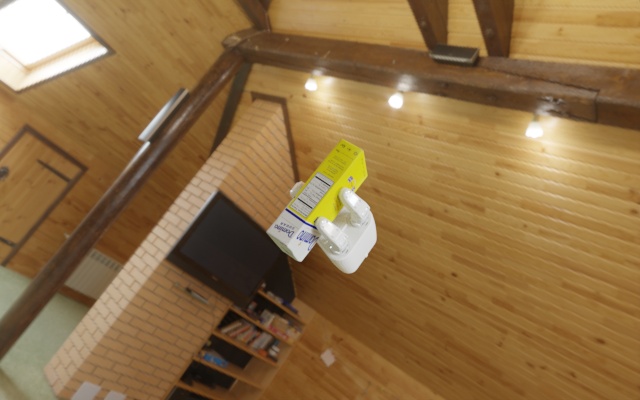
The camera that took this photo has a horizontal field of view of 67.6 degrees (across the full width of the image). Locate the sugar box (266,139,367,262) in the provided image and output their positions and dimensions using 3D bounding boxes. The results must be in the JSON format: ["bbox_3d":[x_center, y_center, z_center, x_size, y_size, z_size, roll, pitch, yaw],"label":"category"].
[{"bbox_3d":[0.001,0.003,0.703,0.048,0.176,0.093,31,-13,20],"label":"sugar box"}]
